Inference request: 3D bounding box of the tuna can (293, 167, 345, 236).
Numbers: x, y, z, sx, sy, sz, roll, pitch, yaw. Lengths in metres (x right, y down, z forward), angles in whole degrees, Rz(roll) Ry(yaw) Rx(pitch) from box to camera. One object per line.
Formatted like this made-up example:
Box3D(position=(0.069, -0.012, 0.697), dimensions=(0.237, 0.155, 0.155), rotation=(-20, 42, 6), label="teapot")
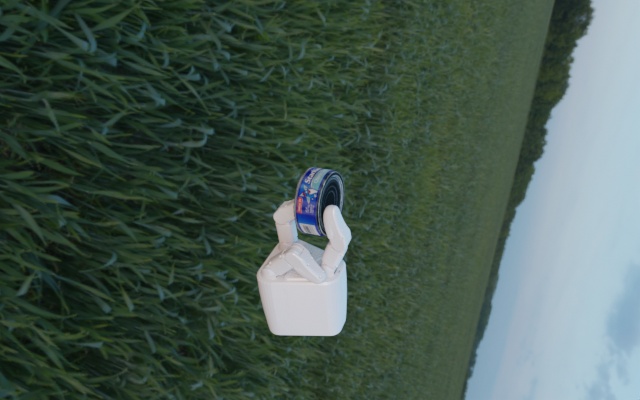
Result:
Box3D(position=(0.001, 0.002, 0.606), dimensions=(0.034, 0.086, 0.086), rotation=(8, 3, 24), label="tuna can")
